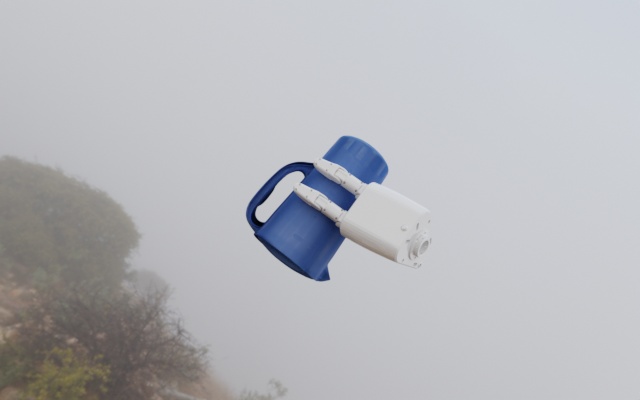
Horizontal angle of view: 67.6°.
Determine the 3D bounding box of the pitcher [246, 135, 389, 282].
[{"bbox_3d":[0.000,0.003,0.818,0.145,0.243,0.149,28,-15,37],"label":"pitcher"}]
